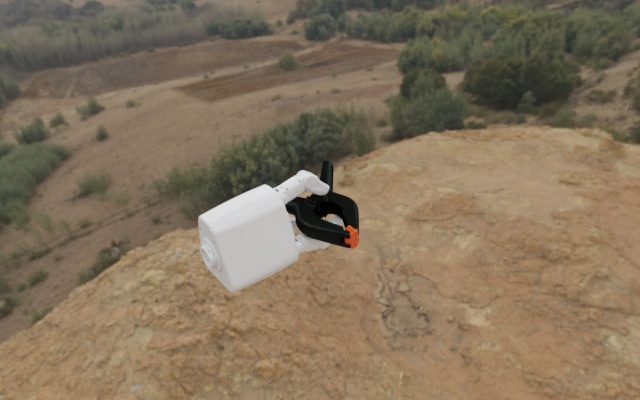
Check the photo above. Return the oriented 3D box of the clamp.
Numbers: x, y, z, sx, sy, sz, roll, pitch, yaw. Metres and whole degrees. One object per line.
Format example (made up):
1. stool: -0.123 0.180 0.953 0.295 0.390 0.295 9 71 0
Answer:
1. clamp: 0.000 0.002 0.726 0.164 0.036 0.210 -29 40 -27
